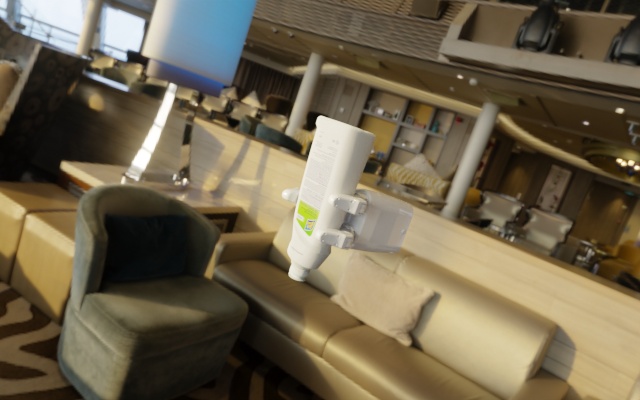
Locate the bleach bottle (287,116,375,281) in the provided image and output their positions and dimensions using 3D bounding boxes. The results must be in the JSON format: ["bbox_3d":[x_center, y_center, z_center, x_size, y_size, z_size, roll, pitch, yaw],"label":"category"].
[{"bbox_3d":[0.000,0.002,0.742,0.068,0.251,0.102,13,11,-35],"label":"bleach bottle"}]
